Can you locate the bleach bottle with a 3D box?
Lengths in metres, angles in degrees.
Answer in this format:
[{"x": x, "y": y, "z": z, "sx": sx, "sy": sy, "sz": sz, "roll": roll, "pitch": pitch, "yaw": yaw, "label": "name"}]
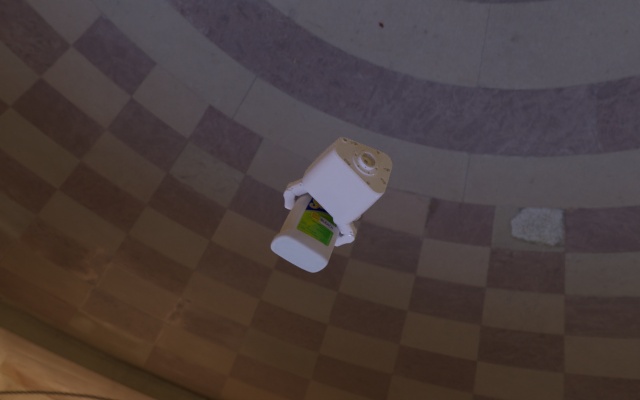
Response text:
[{"x": 0.000, "y": 0.003, "z": 0.876, "sx": 0.102, "sy": 0.250, "sz": 0.068, "roll": 32, "pitch": -40, "yaw": -14, "label": "bleach bottle"}]
